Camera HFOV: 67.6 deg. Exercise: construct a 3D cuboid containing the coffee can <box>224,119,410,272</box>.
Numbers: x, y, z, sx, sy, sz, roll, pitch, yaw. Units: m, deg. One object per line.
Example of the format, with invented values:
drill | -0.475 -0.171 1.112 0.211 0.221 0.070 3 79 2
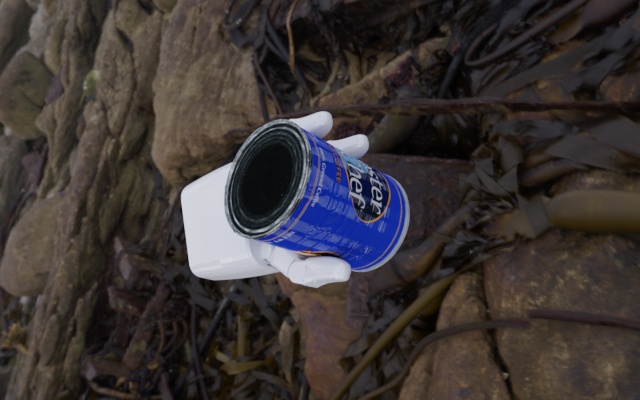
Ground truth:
coffee can | 0.000 0.001 0.433 0.103 0.102 0.140 0 -17 44
